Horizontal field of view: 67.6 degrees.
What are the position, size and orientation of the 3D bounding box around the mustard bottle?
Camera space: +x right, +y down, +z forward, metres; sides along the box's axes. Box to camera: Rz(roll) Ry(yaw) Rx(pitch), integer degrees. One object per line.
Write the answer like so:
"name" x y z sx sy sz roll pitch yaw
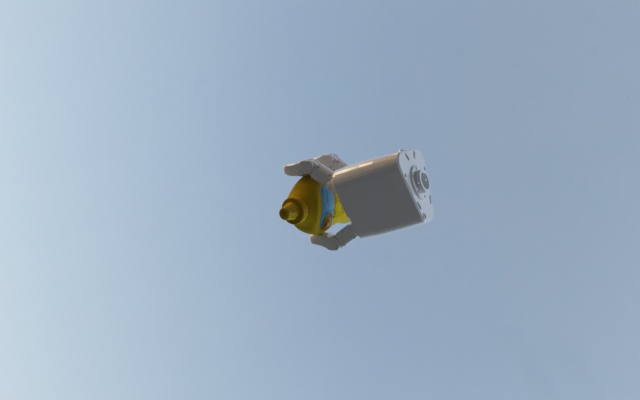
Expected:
"mustard bottle" 0.000 0.002 0.751 0.058 0.096 0.191 12 16 30
